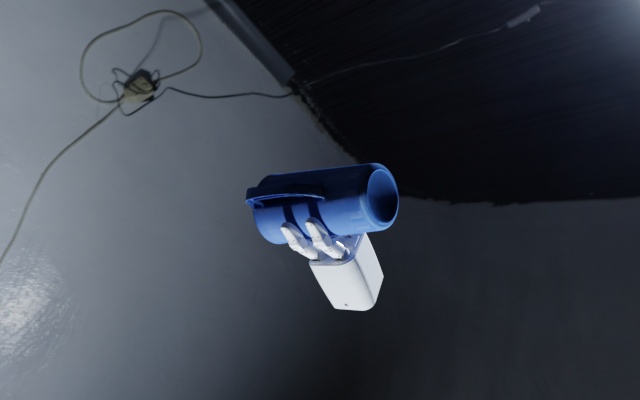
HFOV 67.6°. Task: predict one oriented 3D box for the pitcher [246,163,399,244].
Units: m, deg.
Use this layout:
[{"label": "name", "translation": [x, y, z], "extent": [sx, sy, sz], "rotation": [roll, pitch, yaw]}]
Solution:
[{"label": "pitcher", "translation": [0.000, 0.003, 0.819], "extent": [0.243, 0.145, 0.149], "rotation": [-8, 25, 41]}]
